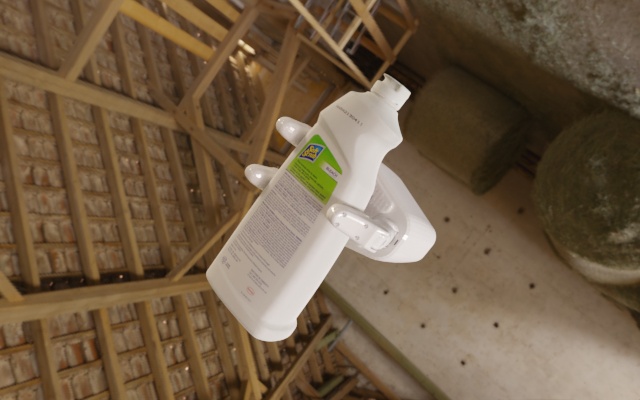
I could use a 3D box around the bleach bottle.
[{"bbox_3d":[0.000,0.001,0.438,0.102,0.251,0.068,42,12,27],"label":"bleach bottle"}]
